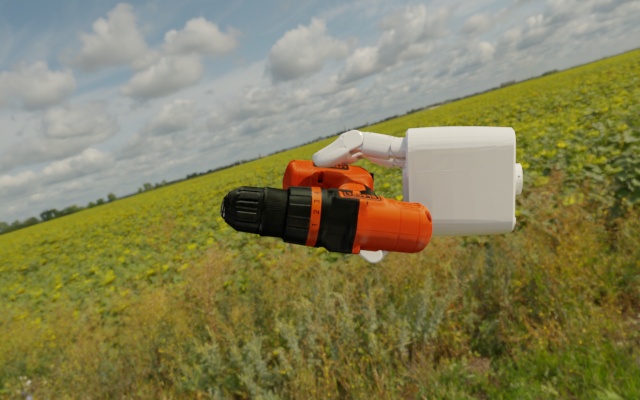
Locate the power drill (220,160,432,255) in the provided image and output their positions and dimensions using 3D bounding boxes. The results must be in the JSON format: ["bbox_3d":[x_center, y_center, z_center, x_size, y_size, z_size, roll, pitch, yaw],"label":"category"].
[{"bbox_3d":[0.000,0.001,0.482,0.184,0.057,0.187,8,14,-7],"label":"power drill"}]
